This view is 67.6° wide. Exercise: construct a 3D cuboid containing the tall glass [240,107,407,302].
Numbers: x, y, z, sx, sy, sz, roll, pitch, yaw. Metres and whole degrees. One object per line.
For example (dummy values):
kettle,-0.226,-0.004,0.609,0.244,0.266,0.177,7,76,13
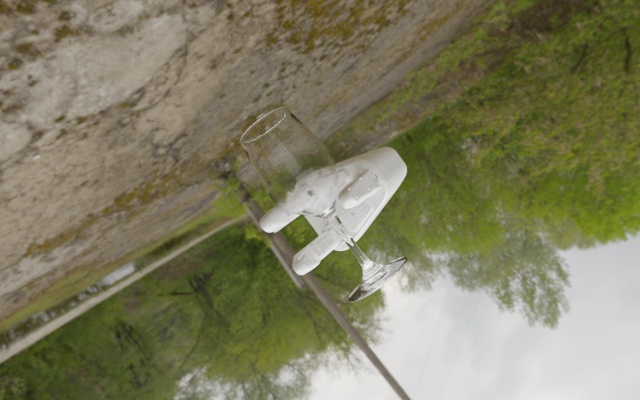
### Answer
tall glass,0.000,0.002,0.493,0.079,0.201,0.079,-37,-1,-1
